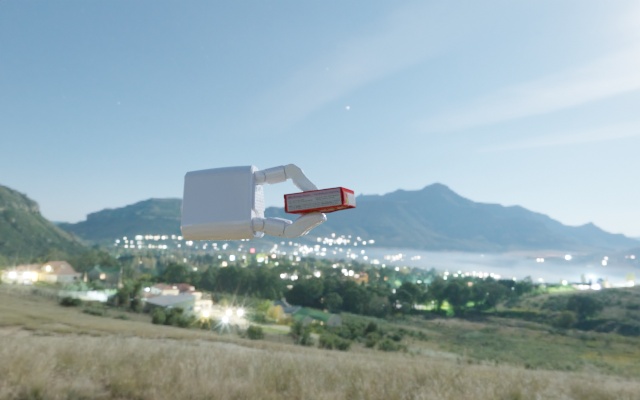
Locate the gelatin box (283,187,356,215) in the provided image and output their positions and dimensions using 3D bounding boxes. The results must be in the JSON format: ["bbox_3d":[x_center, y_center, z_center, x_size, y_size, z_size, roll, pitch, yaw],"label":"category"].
[{"bbox_3d":[0.000,0.002,0.697,0.089,0.030,0.073,-8,-6,17],"label":"gelatin box"}]
